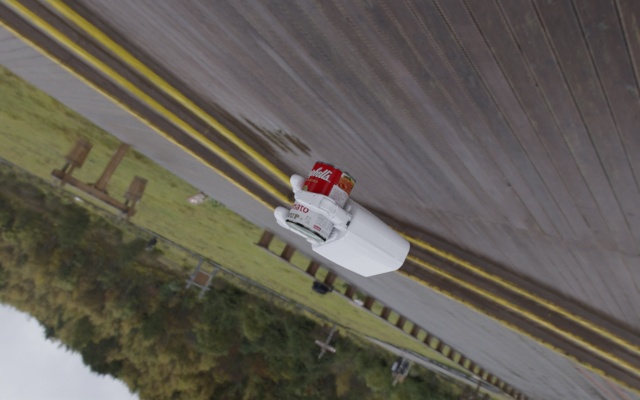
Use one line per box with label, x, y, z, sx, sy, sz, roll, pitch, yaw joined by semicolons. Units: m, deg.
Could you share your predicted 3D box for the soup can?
soup can;0.000;0.002;0.700;0.068;0.102;0.068;26;-12;6
